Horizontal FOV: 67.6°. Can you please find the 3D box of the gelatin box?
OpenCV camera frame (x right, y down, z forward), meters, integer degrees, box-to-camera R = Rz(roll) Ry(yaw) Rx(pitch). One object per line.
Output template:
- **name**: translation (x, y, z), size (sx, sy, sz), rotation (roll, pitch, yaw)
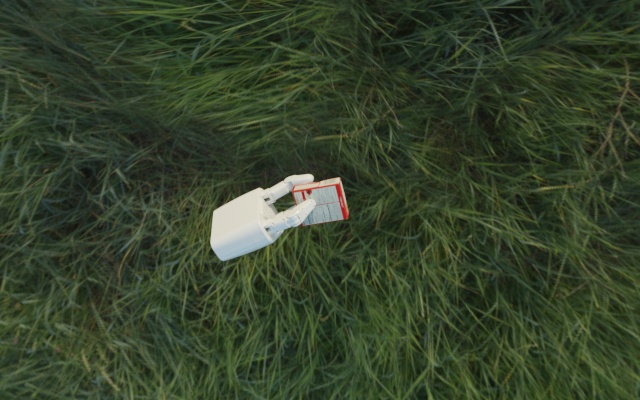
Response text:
- **gelatin box**: translation (0.000, 0.003, 0.859), size (0.089, 0.073, 0.030), rotation (-9, 25, 12)
